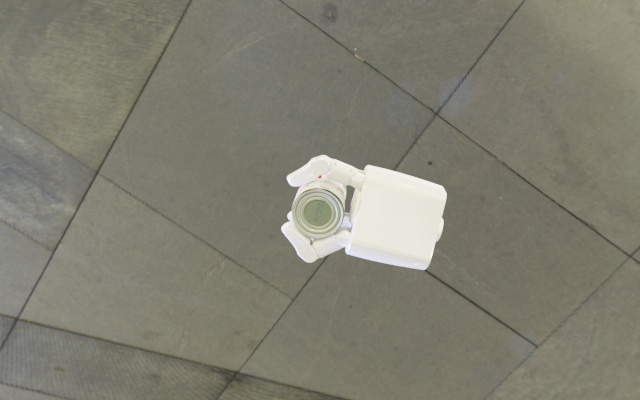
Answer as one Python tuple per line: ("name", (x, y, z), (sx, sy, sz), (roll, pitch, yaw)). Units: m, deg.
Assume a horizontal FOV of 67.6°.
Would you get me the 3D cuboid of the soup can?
("soup can", (0.000, 0.002, 0.636), (0.068, 0.068, 0.102), (0, 18, 4))
